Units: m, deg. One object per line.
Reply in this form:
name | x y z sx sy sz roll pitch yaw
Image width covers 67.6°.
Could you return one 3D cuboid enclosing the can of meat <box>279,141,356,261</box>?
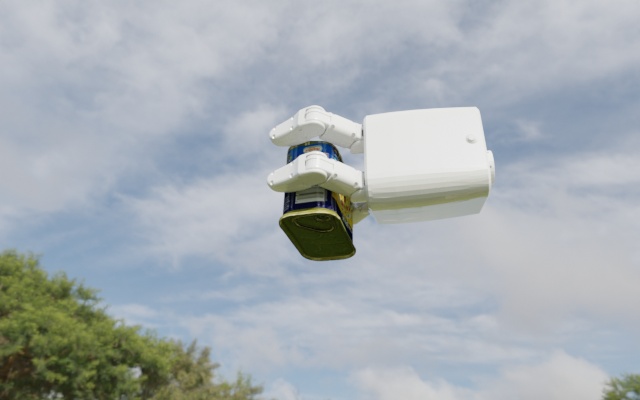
can of meat | 0.000 0.001 0.476 0.057 0.084 0.102 -7 -32 15
